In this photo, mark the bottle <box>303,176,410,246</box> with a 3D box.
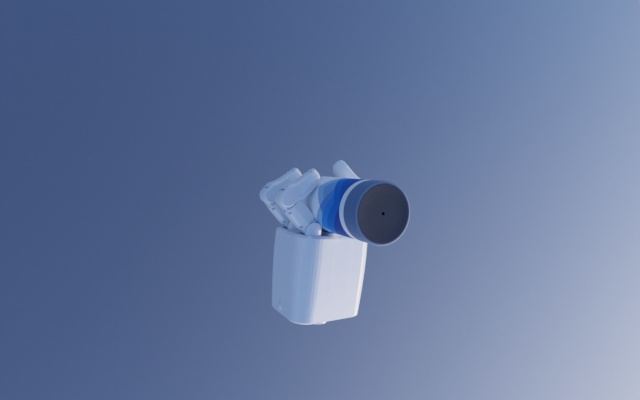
[{"bbox_3d":[0.000,0.002,0.614,0.069,0.069,0.295,0,4,-26],"label":"bottle"}]
